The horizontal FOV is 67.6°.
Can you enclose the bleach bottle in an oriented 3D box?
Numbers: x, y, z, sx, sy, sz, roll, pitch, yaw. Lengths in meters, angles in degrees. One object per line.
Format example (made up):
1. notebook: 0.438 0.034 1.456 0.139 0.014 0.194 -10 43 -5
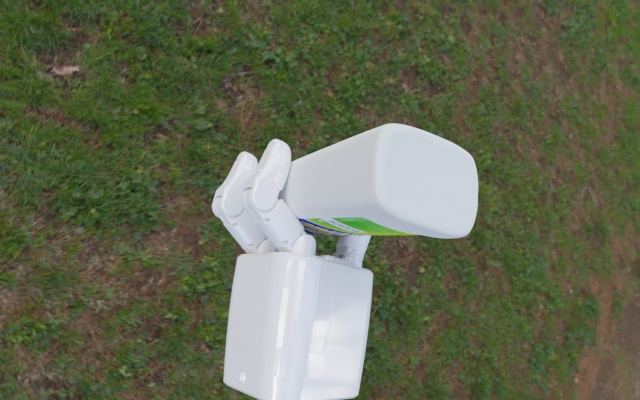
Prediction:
1. bleach bottle: 0.000 0.001 0.411 0.102 0.068 0.251 15 -16 -33
